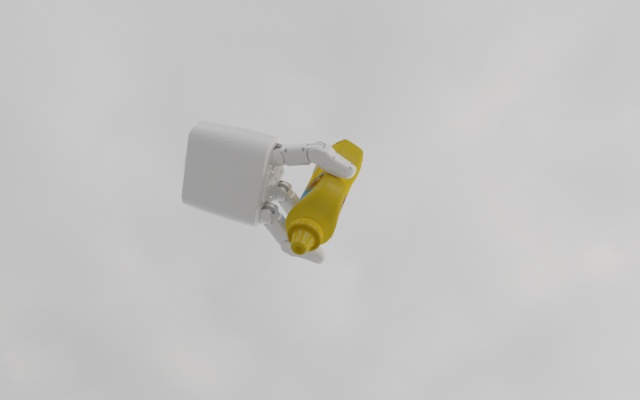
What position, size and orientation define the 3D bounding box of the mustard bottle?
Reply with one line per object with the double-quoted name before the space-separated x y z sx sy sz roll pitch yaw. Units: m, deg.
"mustard bottle" 0.000 0.002 0.599 0.058 0.096 0.191 34 36 -6
